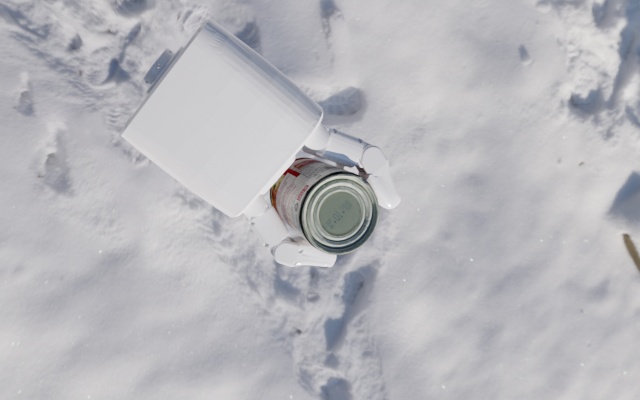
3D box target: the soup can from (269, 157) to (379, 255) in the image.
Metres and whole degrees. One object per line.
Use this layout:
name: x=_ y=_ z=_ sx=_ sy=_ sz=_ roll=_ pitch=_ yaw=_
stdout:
soup can: x=0.000 y=0.002 z=0.414 sx=0.068 sy=0.068 sz=0.102 roll=0 pitch=11 yaw=-19
